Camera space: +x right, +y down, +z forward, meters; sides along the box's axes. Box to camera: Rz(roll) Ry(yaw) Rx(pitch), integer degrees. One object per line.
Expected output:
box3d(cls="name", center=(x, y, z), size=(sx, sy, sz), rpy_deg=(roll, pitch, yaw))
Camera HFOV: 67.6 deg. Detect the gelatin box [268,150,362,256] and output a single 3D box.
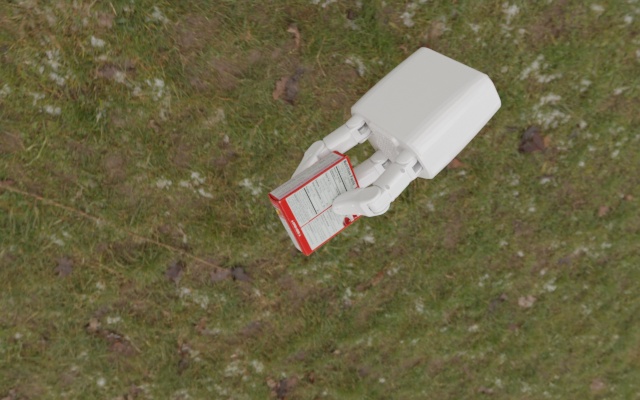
box3d(cls="gelatin box", center=(0.000, 0.002, 0.497), size=(0.089, 0.073, 0.030), rpy_deg=(-35, 32, -16))
